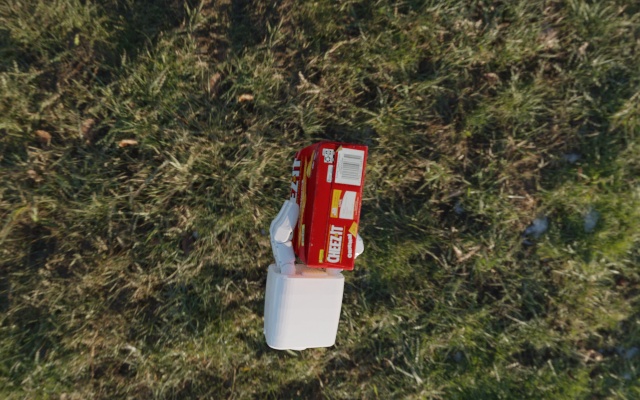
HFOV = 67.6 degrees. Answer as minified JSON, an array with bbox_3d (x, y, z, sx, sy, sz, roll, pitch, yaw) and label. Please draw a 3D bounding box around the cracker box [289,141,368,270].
[{"bbox_3d":[0.000,0.002,0.707,0.072,0.164,0.213,6,1,-12],"label":"cracker box"}]
